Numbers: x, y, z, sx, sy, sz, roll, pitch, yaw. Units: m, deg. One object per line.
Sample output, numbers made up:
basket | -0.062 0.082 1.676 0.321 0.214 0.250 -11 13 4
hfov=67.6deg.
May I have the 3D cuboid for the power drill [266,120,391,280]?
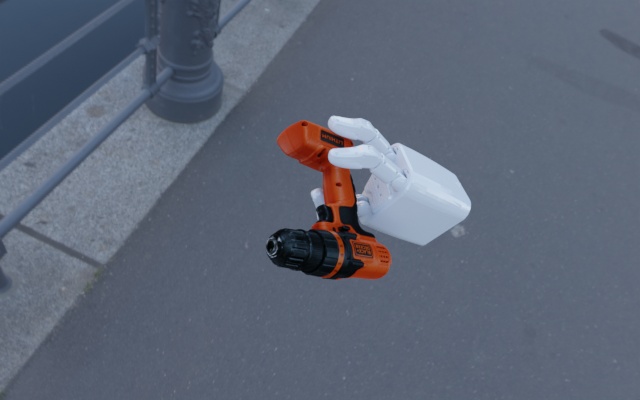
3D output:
power drill | 0.000 0.001 0.565 0.057 0.187 0.184 -28 -29 34
